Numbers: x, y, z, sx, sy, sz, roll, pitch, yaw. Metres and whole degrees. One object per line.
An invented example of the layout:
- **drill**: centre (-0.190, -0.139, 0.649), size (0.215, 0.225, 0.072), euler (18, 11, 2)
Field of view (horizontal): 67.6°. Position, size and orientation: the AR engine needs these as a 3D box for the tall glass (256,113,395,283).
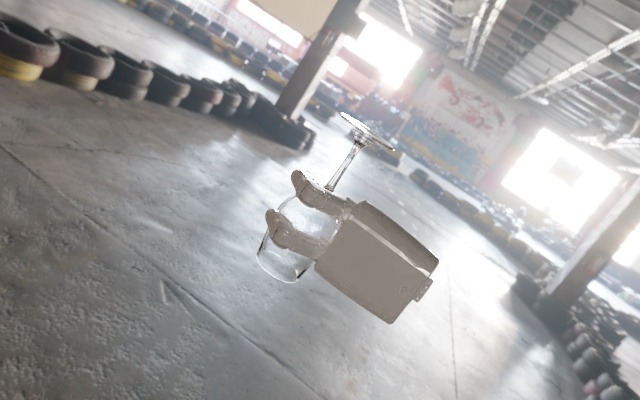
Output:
- **tall glass**: centre (0.000, 0.001, 0.564), size (0.079, 0.201, 0.079), euler (32, 15, -9)
